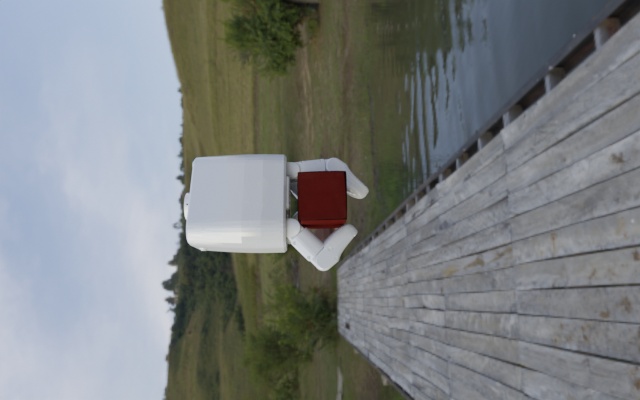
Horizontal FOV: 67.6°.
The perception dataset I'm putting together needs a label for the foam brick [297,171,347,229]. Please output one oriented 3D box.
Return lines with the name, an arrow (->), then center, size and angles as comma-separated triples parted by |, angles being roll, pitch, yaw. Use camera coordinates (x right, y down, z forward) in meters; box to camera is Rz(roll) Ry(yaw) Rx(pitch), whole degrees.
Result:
foam brick -> 0.000, 0.002, 0.526 | 0.051, 0.053, 0.078 | 0, -11, -3
